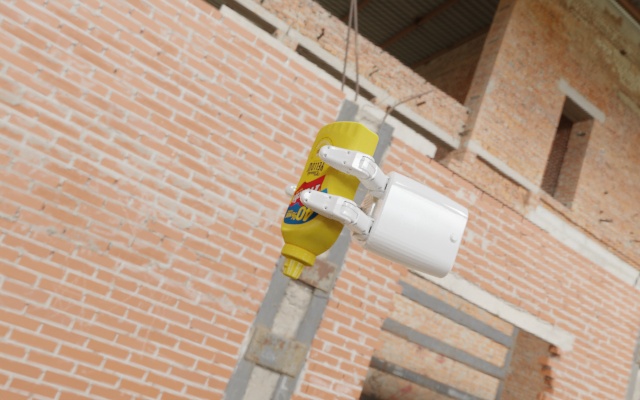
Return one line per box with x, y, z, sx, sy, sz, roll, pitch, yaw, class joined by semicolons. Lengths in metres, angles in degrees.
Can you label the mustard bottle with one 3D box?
0.000;0.001;0.570;0.058;0.191;0.096;31;-16;-31;mustard bottle
